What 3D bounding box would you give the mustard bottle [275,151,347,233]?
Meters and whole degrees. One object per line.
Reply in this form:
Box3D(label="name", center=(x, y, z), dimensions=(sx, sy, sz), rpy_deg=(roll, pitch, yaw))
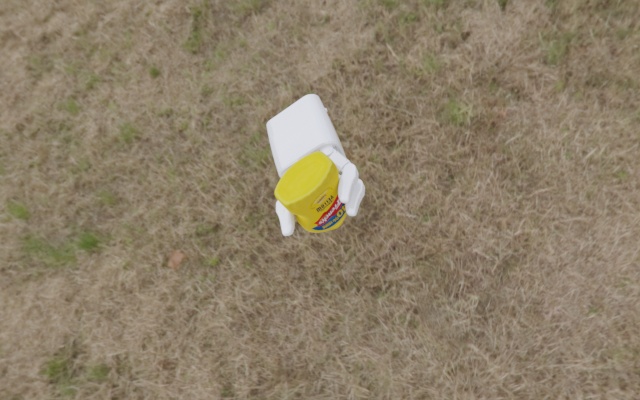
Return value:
Box3D(label="mustard bottle", center=(0.000, 0.003, 0.759), dimensions=(0.058, 0.096, 0.192), rpy_deg=(43, -5, 27))
